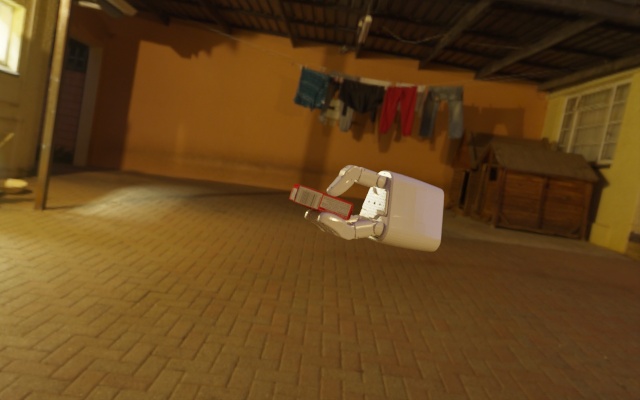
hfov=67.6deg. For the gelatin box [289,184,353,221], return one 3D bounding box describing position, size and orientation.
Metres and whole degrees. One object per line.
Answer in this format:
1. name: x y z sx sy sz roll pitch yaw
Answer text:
1. gelatin box: 0.000 0.002 0.734 0.089 0.030 0.073 19 1 -10
